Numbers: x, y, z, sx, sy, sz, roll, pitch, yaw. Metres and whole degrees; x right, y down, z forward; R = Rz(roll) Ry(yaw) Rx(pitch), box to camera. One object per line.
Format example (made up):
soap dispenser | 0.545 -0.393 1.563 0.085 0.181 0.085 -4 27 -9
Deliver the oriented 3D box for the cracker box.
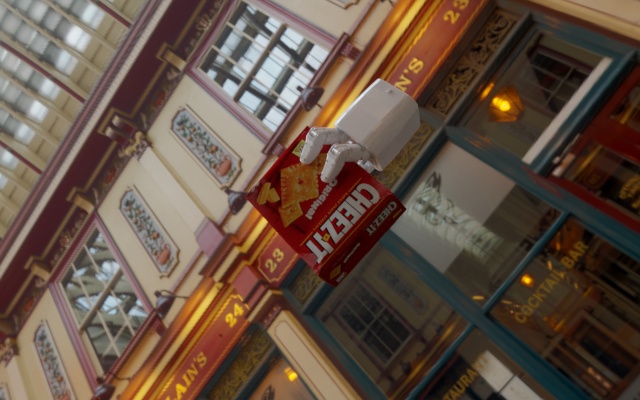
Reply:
cracker box | 0.000 0.002 0.759 0.213 0.164 0.072 43 2 36
